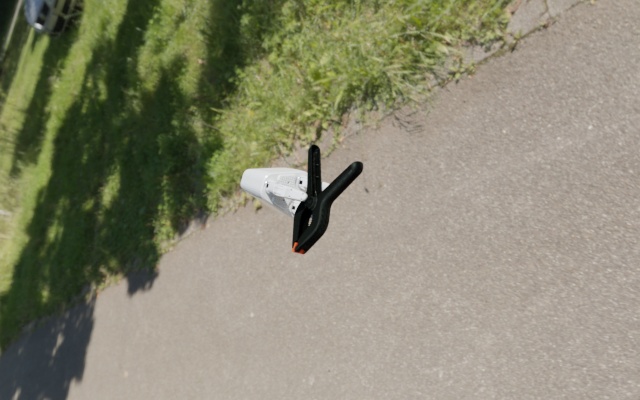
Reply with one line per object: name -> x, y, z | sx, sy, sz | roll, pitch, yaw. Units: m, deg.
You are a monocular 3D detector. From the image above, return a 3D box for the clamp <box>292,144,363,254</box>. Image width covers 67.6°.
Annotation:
clamp -> -0.001, 0.003, 0.882 | 0.036, 0.210, 0.164 | 17, 0, -34
